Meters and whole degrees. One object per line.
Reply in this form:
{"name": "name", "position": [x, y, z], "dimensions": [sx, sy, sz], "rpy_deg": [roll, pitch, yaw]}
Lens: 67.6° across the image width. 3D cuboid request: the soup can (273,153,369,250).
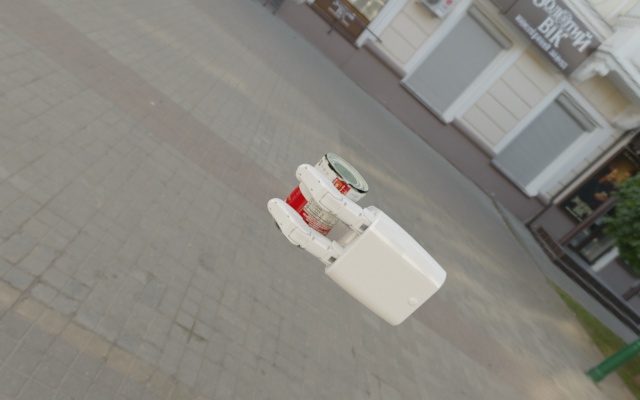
{"name": "soup can", "position": [0.000, 0.001, 0.572], "dimensions": [0.102, 0.068, 0.068], "rpy_deg": [-48, -20, 19]}
